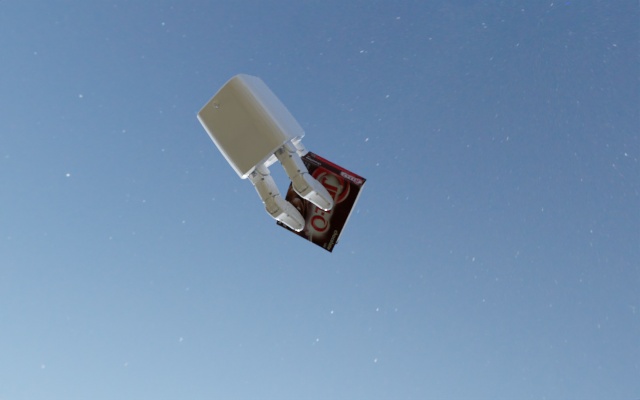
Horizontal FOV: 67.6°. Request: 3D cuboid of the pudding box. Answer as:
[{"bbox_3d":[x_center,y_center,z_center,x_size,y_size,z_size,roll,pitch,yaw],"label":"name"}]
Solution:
[{"bbox_3d":[0.000,0.002,0.652,0.090,0.113,0.039,27,30,10],"label":"pudding box"}]
